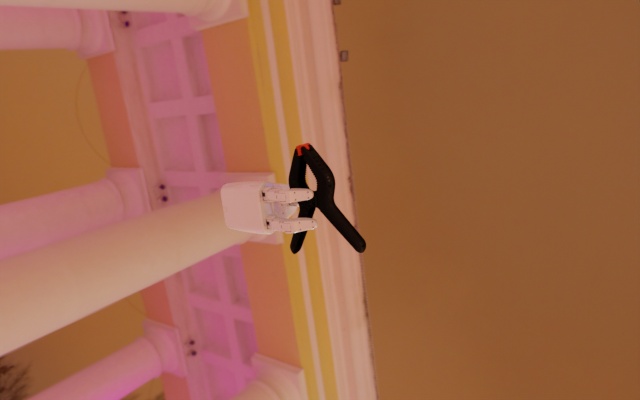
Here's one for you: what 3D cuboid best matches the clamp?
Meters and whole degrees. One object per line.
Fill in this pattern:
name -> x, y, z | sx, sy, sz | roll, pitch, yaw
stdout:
clamp -> 0.000, 0.002, 0.849 | 0.164, 0.210, 0.036 | 2, 16, 35
